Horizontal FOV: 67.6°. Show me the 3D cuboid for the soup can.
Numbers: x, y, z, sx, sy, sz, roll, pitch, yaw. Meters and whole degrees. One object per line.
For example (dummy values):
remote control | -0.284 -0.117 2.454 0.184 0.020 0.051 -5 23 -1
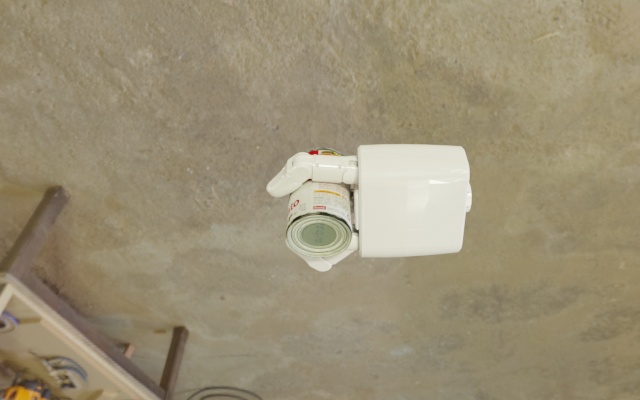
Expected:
soup can | 0.000 0.002 0.506 0.068 0.069 0.102 1 45 1
